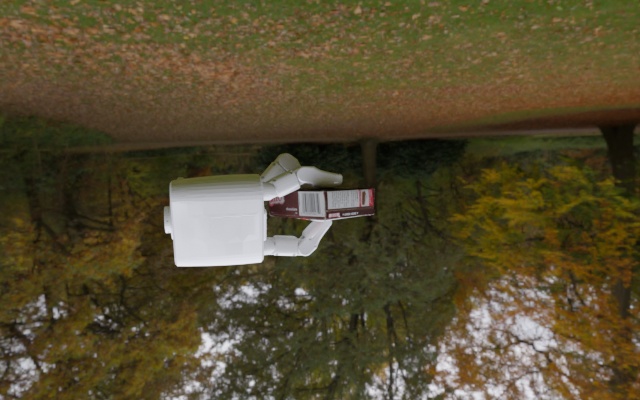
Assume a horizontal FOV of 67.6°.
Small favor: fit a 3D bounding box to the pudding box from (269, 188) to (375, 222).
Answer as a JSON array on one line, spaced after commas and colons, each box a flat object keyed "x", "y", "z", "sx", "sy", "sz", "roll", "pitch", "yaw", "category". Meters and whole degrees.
[{"x": 0.000, "y": 0.002, "z": 0.621, "sx": 0.090, "sy": 0.039, "sz": 0.113, "roll": -5, "pitch": 6, "yaw": -42, "category": "pudding box"}]
